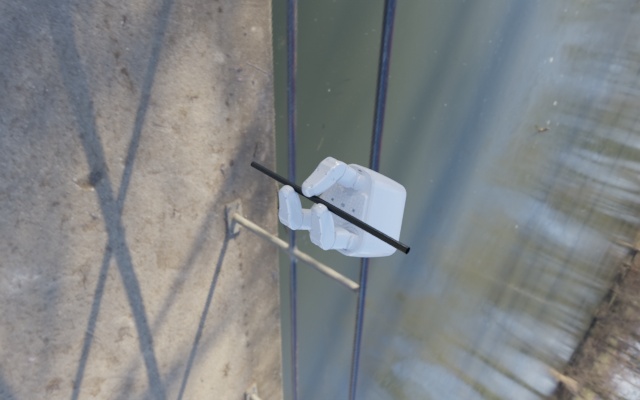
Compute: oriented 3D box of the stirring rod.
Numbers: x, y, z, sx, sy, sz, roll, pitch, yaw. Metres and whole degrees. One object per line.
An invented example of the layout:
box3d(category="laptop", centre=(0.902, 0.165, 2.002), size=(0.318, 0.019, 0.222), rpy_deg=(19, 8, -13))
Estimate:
box3d(category="stirring rod", centre=(0.000, 0.002, 0.540), size=(0.239, 0.011, 0.011), rpy_deg=(29, 18, 35))
